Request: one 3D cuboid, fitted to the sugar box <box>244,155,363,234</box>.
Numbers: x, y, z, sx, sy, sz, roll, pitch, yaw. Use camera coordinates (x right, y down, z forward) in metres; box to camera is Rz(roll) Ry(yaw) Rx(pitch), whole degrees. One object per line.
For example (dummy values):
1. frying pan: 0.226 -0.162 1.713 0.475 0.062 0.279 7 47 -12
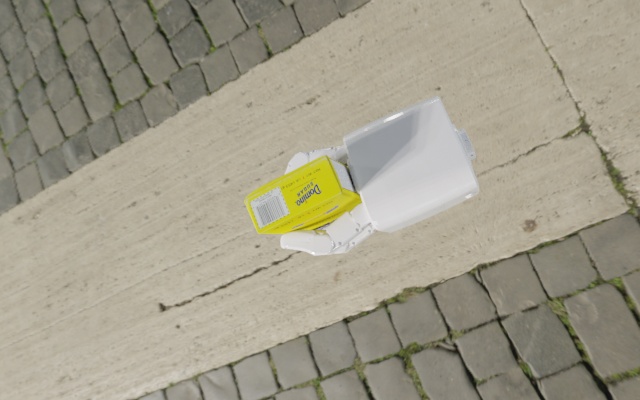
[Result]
1. sugar box: 0.000 0.002 0.517 0.093 0.048 0.176 -26 -14 15
